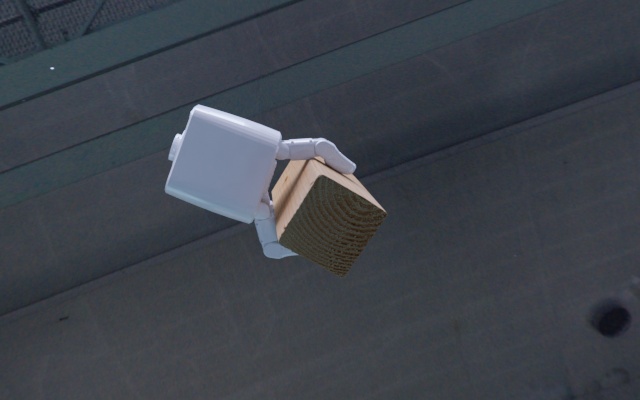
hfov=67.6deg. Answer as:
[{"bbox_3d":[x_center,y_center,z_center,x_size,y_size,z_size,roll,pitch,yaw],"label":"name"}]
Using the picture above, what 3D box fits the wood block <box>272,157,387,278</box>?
[{"bbox_3d":[0.000,0.001,0.606,0.090,0.091,0.206,30,10,-15],"label":"wood block"}]
